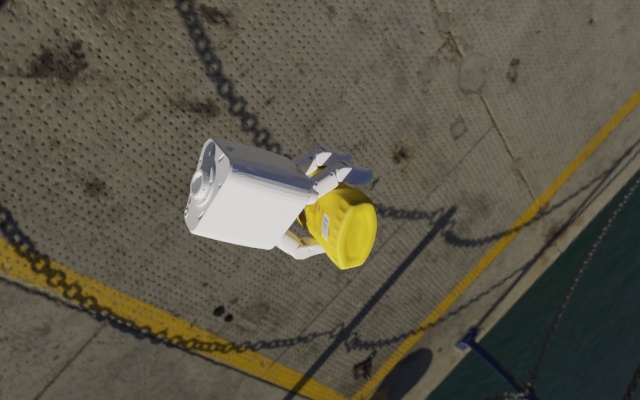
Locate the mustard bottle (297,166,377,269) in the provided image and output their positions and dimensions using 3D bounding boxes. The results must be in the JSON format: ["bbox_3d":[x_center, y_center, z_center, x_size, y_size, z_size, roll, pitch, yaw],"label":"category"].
[{"bbox_3d":[0.001,0.002,0.639,0.058,0.096,0.191,-11,32,-27],"label":"mustard bottle"}]
